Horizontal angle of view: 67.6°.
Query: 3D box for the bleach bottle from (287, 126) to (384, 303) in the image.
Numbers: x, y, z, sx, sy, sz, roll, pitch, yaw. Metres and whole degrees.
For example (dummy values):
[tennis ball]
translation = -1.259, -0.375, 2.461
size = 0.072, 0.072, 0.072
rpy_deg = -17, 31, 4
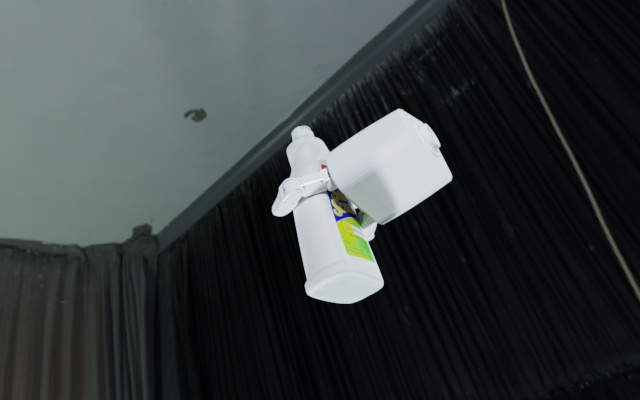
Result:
[bleach bottle]
translation = 0.000, 0.002, 0.613
size = 0.068, 0.250, 0.102
rpy_deg = -33, -34, 24
